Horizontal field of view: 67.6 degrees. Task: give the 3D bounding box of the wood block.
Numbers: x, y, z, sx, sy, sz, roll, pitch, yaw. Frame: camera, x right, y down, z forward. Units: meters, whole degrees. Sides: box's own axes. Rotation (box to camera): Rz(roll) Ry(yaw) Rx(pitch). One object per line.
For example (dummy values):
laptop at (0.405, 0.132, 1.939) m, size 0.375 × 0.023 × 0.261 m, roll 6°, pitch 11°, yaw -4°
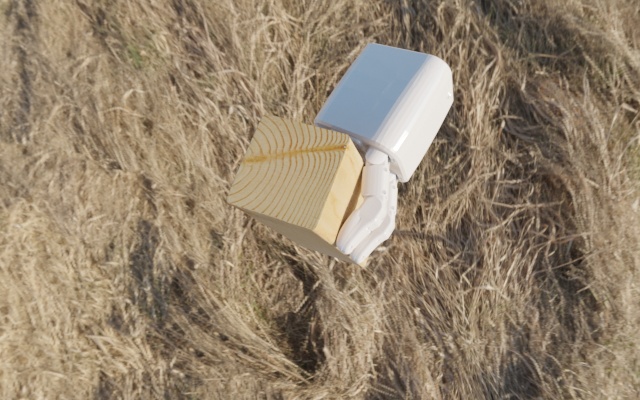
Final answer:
wood block at (0.000, 0.001, 0.504) m, size 0.091 × 0.090 × 0.206 m, roll 17°, pitch -10°, yaw 21°
